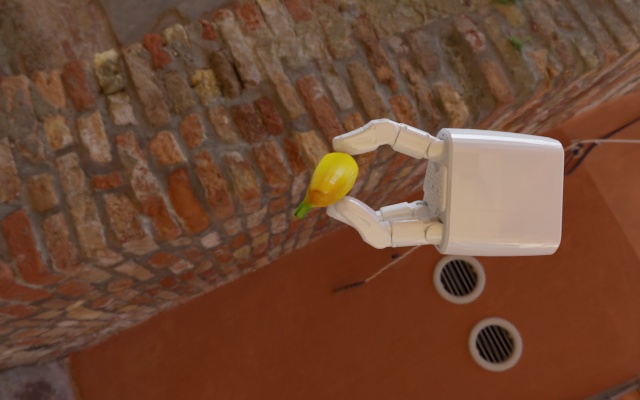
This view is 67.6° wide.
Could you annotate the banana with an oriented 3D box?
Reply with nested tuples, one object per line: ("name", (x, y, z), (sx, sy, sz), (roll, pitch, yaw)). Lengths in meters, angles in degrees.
("banana", (0.009, -0.014, 0.452), (0.037, 0.069, 0.198), (30, -8, -1))
